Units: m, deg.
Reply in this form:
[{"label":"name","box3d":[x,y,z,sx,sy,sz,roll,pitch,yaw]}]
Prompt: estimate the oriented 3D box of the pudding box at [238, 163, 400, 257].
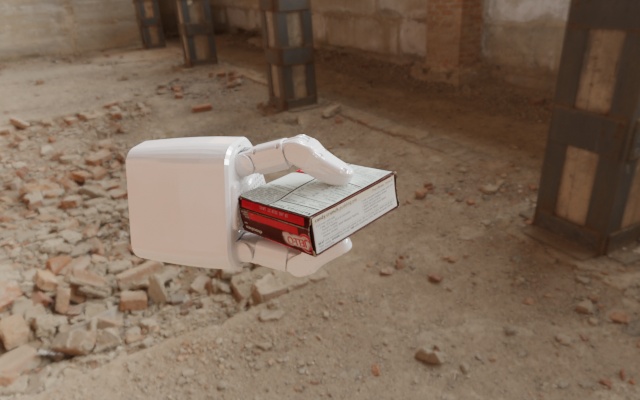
[{"label":"pudding box","box3d":[0.000,0.001,0.416,0.090,0.039,0.113,16,33,42]}]
